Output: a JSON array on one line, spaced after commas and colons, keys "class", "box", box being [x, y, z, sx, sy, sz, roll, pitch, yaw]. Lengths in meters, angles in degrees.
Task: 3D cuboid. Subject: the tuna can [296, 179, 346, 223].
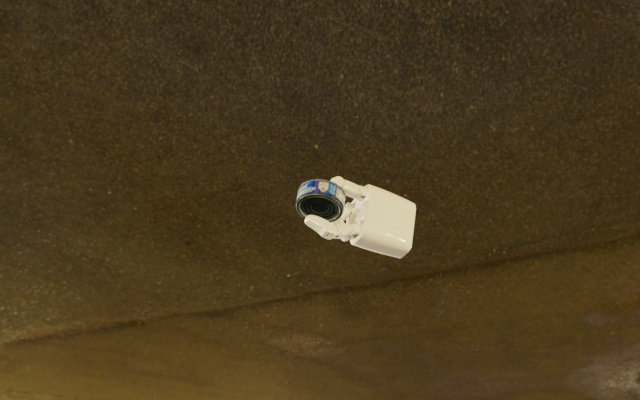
[{"class": "tuna can", "box": [0.000, 0.003, 0.836, 0.086, 0.033, 0.086, 6, -39, 5]}]
